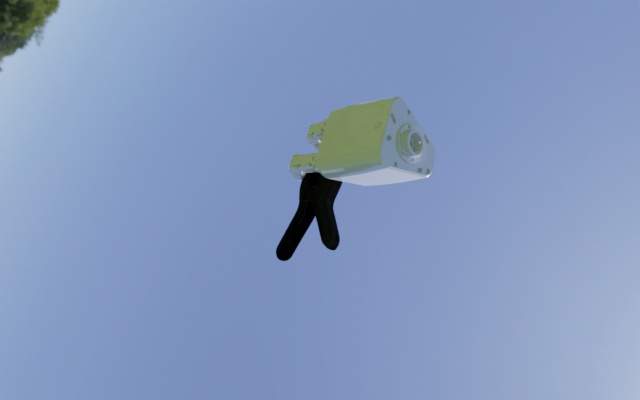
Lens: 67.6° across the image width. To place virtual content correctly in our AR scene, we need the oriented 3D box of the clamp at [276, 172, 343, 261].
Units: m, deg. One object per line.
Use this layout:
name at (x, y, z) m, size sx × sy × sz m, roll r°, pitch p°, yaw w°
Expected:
clamp at (0.001, 0.002, 0.651) m, size 0.039 × 0.171 × 0.120 m, roll 30°, pitch -21°, yaw -37°
